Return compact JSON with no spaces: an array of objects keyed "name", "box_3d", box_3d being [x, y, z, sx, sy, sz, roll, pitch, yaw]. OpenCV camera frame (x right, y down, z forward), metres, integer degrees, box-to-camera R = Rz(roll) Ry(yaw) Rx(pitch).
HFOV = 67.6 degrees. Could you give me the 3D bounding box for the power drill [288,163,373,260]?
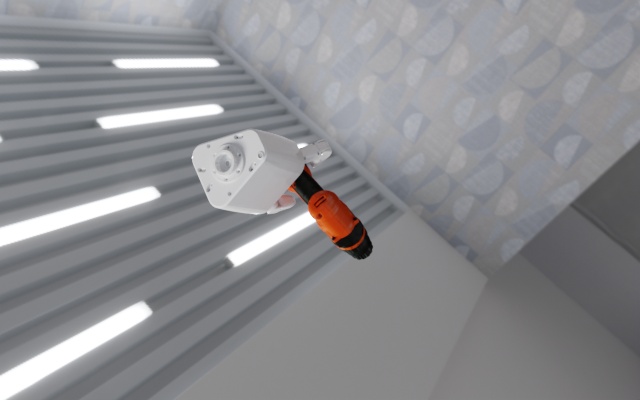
[{"name":"power drill","box_3d":[0.000,0.002,0.748,0.187,0.057,0.184,46,-4,36]}]
